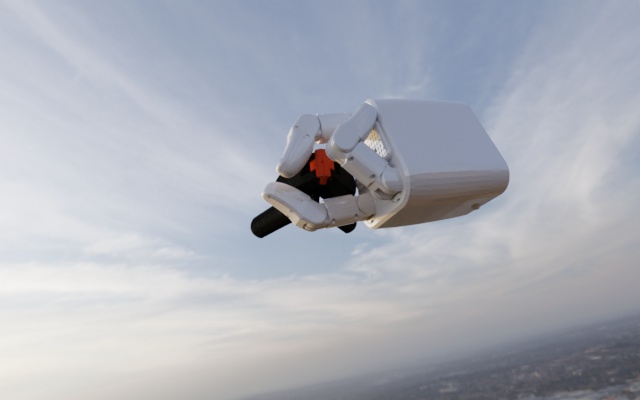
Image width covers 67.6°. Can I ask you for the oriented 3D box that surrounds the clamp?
[{"bbox_3d":[0.000,0.001,0.486,0.120,0.039,0.171,-5,-19,-20],"label":"clamp"}]
